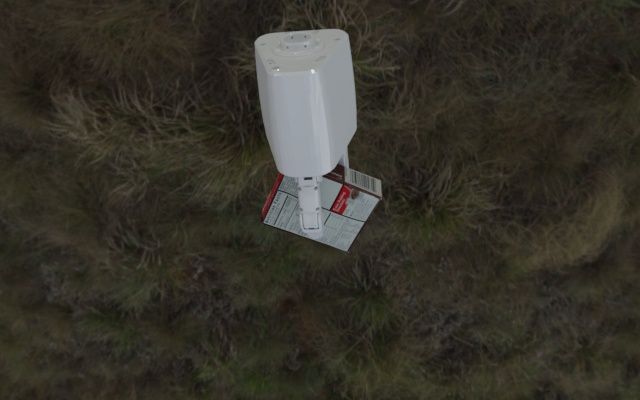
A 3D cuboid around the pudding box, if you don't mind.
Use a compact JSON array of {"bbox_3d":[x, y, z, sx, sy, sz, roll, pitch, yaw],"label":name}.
[{"bbox_3d":[0.000,0.002,0.536,0.113,0.090,0.039,21,34,-11],"label":"pudding box"}]
